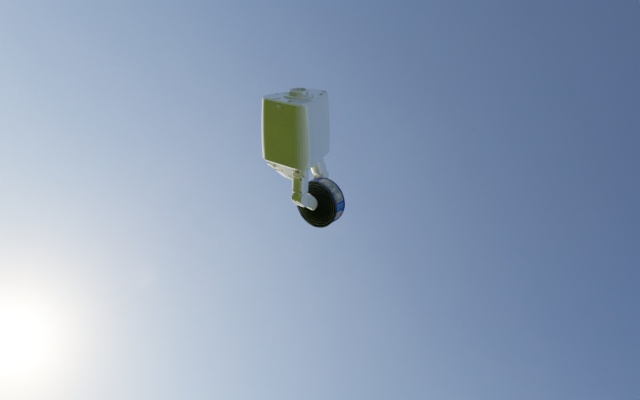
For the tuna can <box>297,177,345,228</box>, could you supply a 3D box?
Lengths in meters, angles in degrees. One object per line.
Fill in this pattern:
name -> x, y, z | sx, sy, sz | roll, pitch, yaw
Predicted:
tuna can -> 0.000, 0.003, 0.846 | 0.086, 0.086, 0.033 | 0, 18, 37
